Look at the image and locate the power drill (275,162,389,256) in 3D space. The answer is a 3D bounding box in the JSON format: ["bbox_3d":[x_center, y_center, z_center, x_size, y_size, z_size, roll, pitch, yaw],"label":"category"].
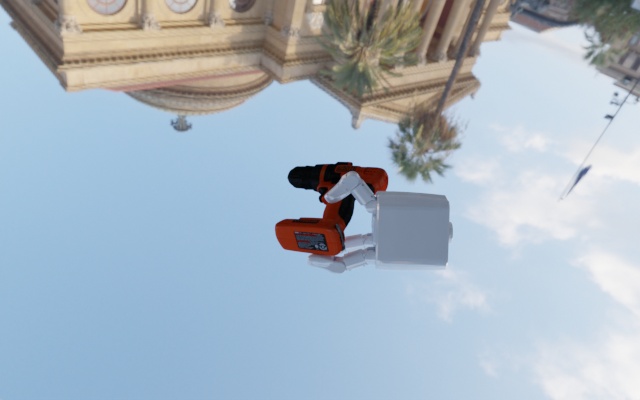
[{"bbox_3d":[0.000,0.003,0.772,0.184,0.057,0.187,3,39,27],"label":"power drill"}]
